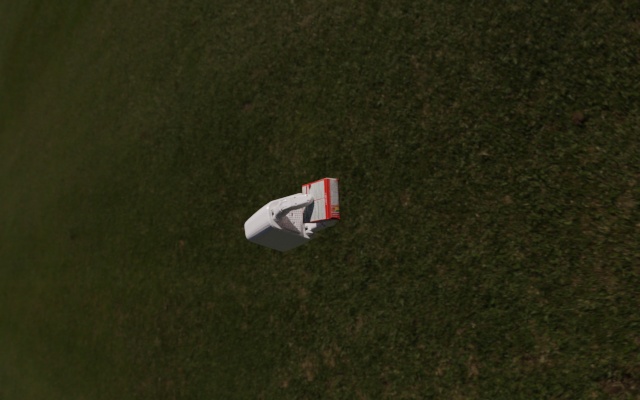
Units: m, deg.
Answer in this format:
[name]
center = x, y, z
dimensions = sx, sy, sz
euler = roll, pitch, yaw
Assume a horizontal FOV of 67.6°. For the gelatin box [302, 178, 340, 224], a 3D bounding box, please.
[gelatin box]
center = 0.000, 0.003, 0.871
dimensions = 0.030, 0.073, 0.089
euler = 3, -9, -32
